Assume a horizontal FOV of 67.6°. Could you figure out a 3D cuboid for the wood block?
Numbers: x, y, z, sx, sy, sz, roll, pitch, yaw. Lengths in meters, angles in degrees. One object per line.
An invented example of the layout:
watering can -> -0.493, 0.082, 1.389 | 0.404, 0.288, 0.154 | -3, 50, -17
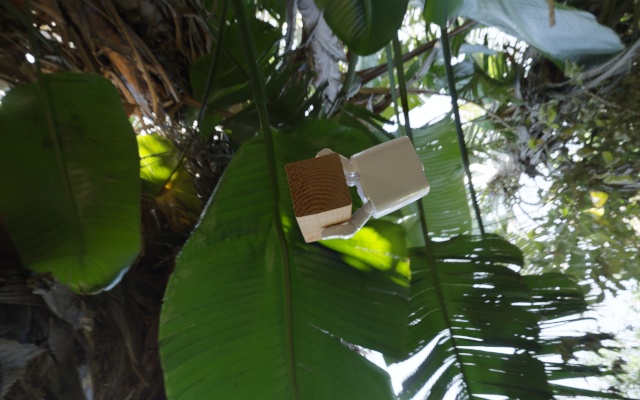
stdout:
wood block -> 0.001, 0.003, 0.831 | 0.090, 0.090, 0.206 | -14, -16, -1
